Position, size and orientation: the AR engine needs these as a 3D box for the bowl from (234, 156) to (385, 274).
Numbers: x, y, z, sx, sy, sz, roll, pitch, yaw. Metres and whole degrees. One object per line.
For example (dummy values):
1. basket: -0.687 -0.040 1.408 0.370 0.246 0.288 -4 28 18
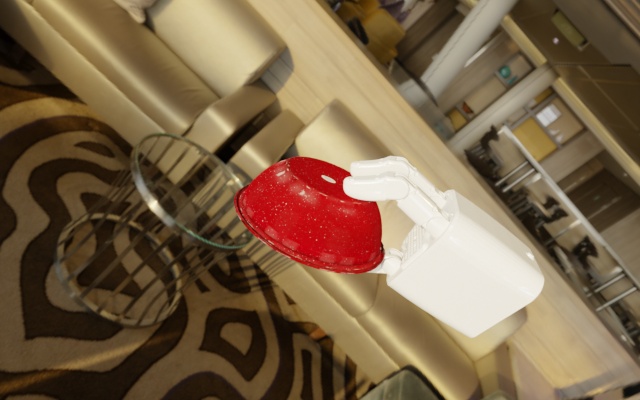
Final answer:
1. bowl: -0.001 0.001 0.472 0.162 0.055 0.162 20 23 -9
